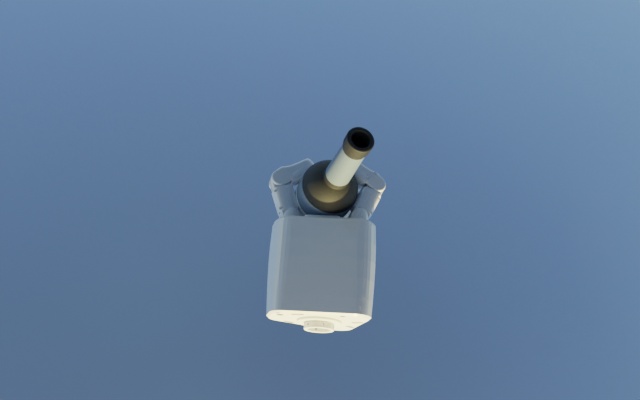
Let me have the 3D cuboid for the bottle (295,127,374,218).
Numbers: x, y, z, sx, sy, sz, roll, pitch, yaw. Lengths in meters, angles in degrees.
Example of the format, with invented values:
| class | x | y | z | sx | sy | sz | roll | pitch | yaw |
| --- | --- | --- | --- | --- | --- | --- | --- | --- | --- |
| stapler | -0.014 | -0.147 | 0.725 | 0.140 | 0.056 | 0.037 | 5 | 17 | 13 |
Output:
| class | x | y | z | sx | sy | sz | roll | pitch | yaw |
| --- | --- | --- | --- | --- | --- | --- | --- | --- | --- |
| bottle | 0.000 | 0.002 | 0.570 | 0.069 | 0.069 | 0.296 | 0 | -23 | -16 |
